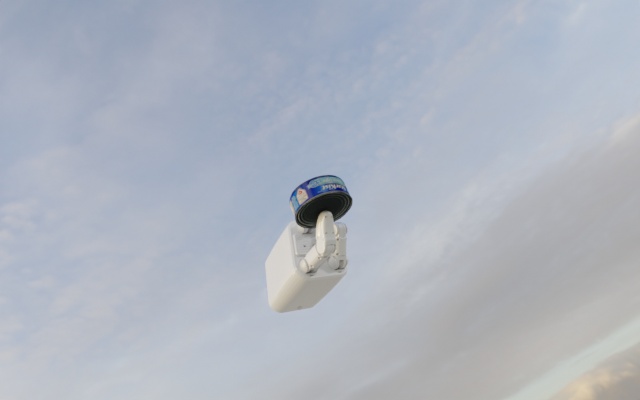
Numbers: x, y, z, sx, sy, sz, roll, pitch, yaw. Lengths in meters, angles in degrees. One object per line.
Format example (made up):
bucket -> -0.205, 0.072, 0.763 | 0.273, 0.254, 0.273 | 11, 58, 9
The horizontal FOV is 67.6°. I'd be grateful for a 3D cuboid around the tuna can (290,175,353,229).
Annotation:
tuna can -> 0.000, 0.002, 0.678 | 0.086, 0.033, 0.086 | -17, -31, -10
